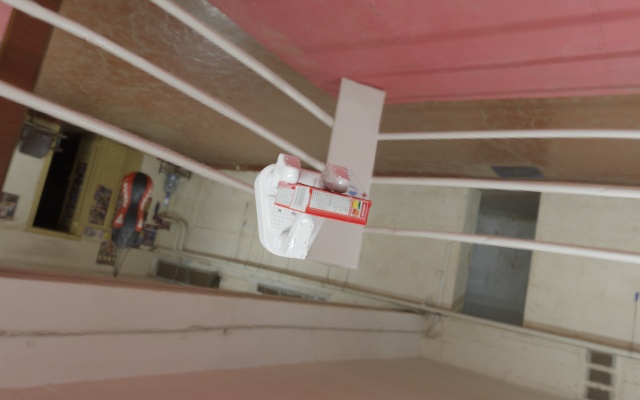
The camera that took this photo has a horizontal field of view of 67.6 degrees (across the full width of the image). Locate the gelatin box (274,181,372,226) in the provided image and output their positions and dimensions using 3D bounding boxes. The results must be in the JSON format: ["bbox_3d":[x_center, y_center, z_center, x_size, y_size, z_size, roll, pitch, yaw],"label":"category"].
[{"bbox_3d":[0.000,0.002,0.512,0.073,0.030,0.089,13,0,-26],"label":"gelatin box"}]
